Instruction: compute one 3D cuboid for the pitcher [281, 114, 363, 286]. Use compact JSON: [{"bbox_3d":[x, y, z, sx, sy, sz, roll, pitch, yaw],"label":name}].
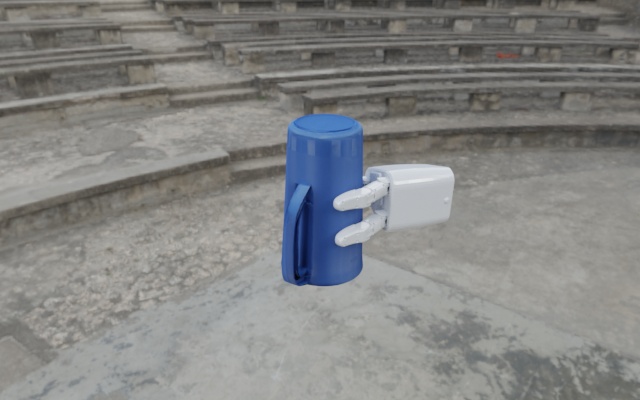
[{"bbox_3d":[0.000,0.002,0.719,0.145,0.243,0.149,-6,26,-14],"label":"pitcher"}]
